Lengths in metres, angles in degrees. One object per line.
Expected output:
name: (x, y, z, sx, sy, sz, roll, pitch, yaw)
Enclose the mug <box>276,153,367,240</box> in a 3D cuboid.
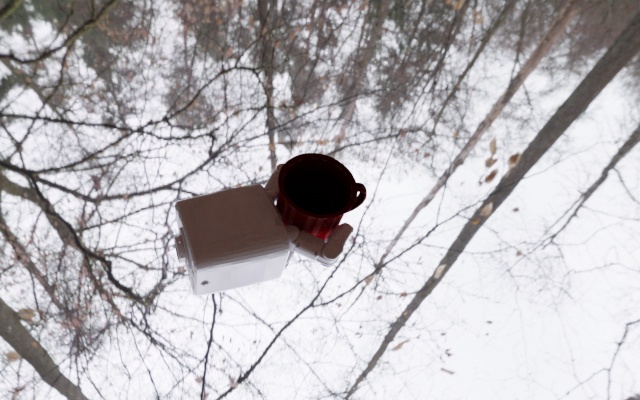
mug: (0.001, 0.002, 0.580, 0.117, 0.093, 0.081, -10, -31, -21)
